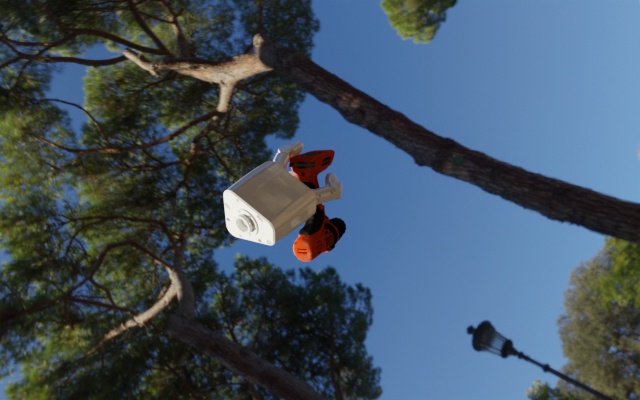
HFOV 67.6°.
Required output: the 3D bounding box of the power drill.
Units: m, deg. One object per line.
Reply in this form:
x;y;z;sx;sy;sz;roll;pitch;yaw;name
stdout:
0.000;0.003;0.887;0.057;0.188;0.184;-2;11;22;power drill
